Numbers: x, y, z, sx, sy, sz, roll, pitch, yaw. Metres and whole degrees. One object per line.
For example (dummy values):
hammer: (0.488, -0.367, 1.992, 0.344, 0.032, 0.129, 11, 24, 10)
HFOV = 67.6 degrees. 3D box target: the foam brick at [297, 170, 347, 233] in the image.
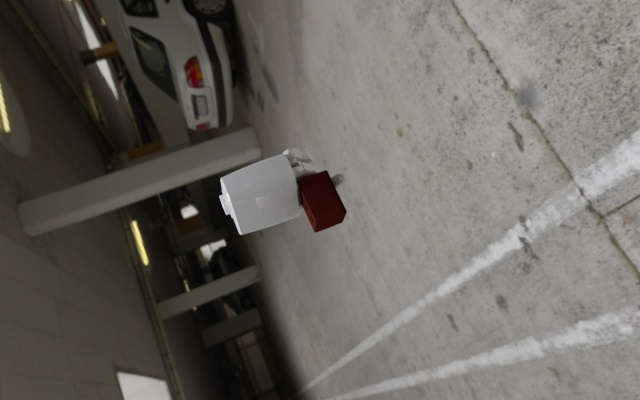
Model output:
foam brick: (0.000, 0.003, 0.754, 0.051, 0.078, 0.053, -20, -21, -13)
